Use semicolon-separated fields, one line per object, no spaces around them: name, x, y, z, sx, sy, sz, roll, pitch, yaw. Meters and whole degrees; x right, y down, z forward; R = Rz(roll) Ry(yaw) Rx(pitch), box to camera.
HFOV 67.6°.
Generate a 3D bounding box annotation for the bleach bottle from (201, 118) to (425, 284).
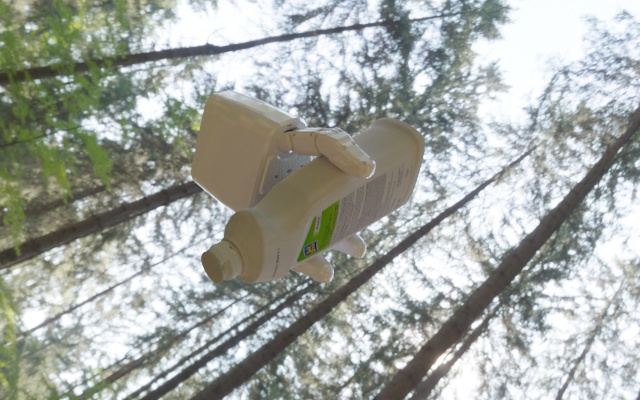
bleach bottle;0.000;0.002;0.448;0.068;0.103;0.250;31;40;31
